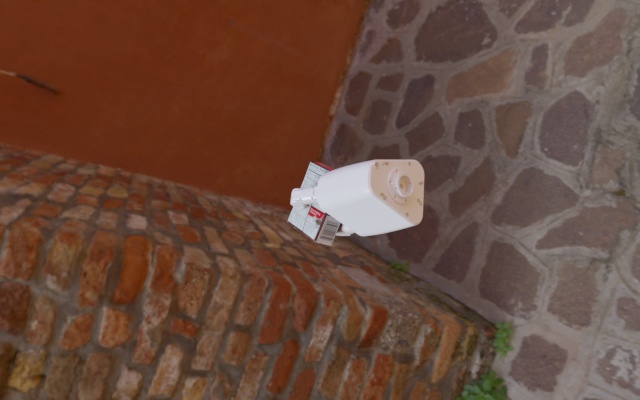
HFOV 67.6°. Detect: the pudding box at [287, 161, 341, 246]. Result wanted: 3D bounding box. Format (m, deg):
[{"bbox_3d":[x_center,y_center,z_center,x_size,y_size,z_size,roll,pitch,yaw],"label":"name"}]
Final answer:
[{"bbox_3d":[0.000,0.002,0.755,0.039,0.113,0.090,17,8,-37],"label":"pudding box"}]
